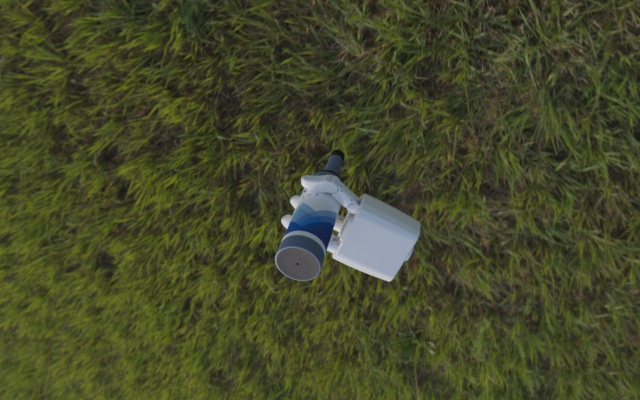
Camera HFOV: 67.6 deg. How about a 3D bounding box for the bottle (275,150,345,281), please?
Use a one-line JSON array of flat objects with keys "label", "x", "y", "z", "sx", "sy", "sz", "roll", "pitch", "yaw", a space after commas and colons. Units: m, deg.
[{"label": "bottle", "x": 0.000, "y": 0.003, "z": 0.780, "sx": 0.069, "sy": 0.069, "sz": 0.295, "roll": 0, "pitch": 36, "yaw": 16}]
